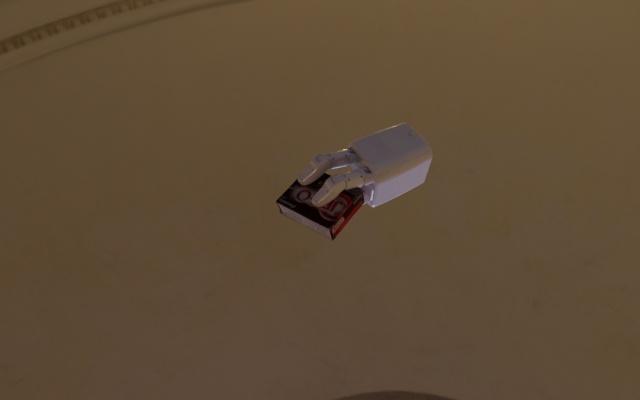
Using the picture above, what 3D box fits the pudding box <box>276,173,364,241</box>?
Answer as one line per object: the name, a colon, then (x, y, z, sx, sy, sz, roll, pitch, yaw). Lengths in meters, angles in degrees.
pudding box: (0.000, 0.003, 0.767, 0.113, 0.090, 0.039, 24, -32, 31)
